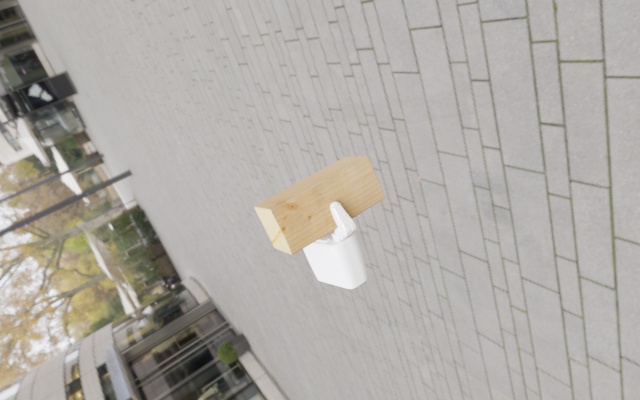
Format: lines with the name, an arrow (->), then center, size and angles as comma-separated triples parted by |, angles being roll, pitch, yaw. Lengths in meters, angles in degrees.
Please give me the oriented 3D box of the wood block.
wood block -> 0.000, 0.003, 0.863 | 0.206, 0.090, 0.091 | -30, 16, -21
